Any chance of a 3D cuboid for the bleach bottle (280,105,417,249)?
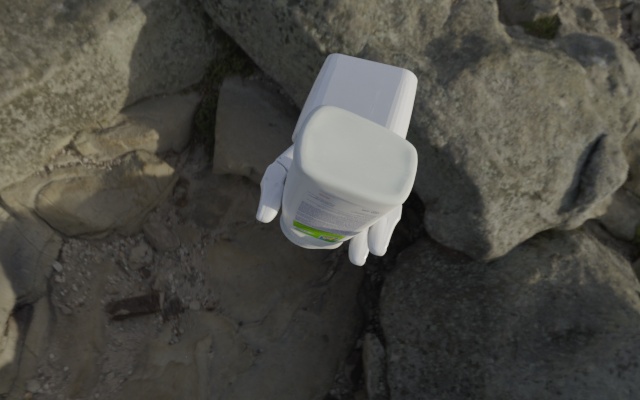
[{"bbox_3d":[0.000,0.002,0.481,0.102,0.068,0.251,22,-22,-8],"label":"bleach bottle"}]
